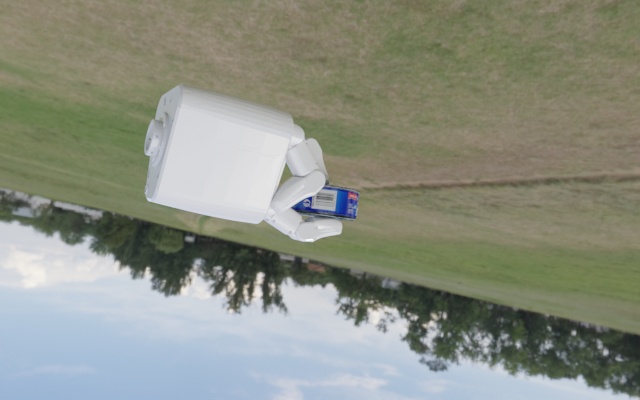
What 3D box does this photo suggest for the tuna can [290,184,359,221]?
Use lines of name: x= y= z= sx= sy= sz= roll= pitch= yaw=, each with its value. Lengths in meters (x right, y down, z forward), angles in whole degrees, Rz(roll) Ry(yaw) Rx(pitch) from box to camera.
tuna can: x=0.000 y=0.002 z=0.541 sx=0.086 sy=0.034 sz=0.086 roll=6 pitch=-4 yaw=0
